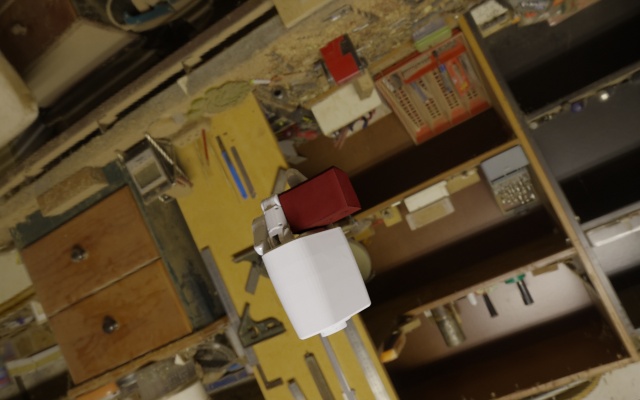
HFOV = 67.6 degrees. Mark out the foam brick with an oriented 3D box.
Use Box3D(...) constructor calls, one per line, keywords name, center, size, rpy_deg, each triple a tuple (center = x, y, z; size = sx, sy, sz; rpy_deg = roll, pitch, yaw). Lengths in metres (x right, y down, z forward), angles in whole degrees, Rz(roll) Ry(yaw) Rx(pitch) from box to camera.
Box3D(name="foam brick", center=(0.000, 0.002, 0.566), size=(0.078, 0.051, 0.053), rpy_deg=(-27, -14, 18))
